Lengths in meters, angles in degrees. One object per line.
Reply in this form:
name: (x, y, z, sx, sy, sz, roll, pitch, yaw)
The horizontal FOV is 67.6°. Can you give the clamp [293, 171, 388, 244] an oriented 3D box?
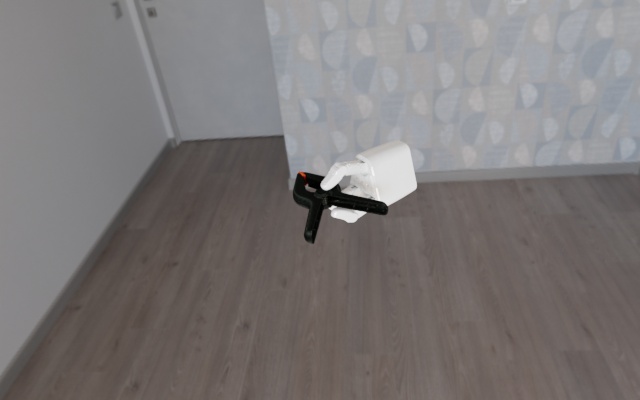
clamp: (0.000, 0.002, 0.895, 0.164, 0.036, 0.210, -24, 37, -26)
